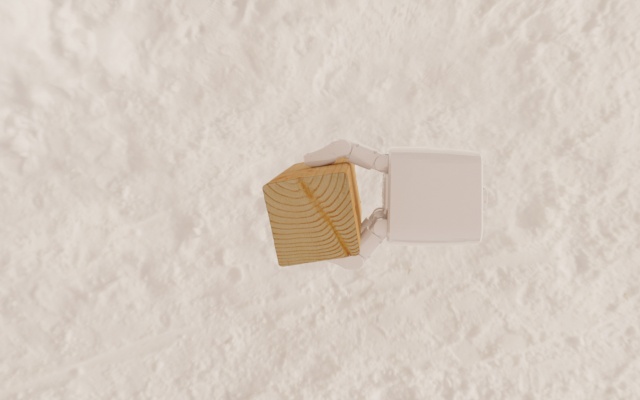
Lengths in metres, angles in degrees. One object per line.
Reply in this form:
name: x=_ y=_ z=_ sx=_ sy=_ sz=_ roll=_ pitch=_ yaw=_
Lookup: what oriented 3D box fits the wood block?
wood block: x=0.000 y=0.002 z=0.590 sx=0.090 sy=0.091 sz=0.206 roll=-9 pitch=9 yaw=7
